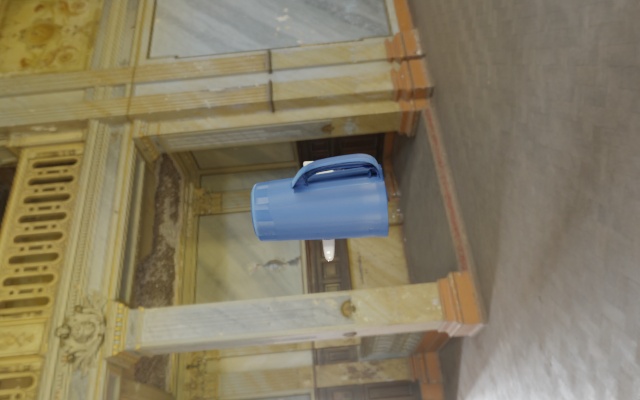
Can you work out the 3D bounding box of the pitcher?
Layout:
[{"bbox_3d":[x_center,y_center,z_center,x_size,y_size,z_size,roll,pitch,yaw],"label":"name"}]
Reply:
[{"bbox_3d":[0.000,0.003,0.866,0.243,0.149,0.145,-5,-1,1],"label":"pitcher"}]
